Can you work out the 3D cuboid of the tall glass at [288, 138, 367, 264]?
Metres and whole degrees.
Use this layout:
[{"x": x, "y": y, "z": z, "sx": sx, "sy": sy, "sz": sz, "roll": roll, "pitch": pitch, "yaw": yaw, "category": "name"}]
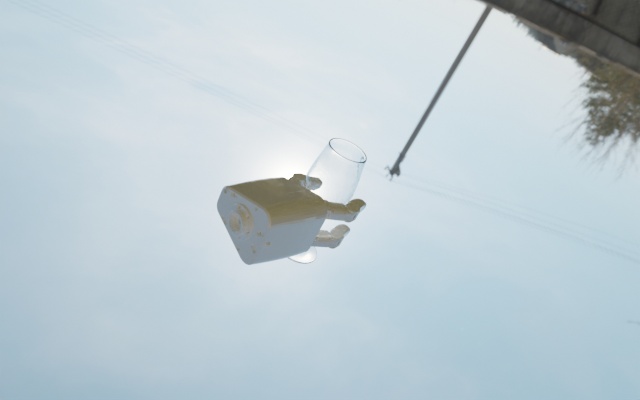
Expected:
[{"x": 0.000, "y": 0.003, "z": 0.745, "sx": 0.079, "sy": 0.201, "sz": 0.079, "roll": 21, "pitch": 31, "yaw": -13, "category": "tall glass"}]
